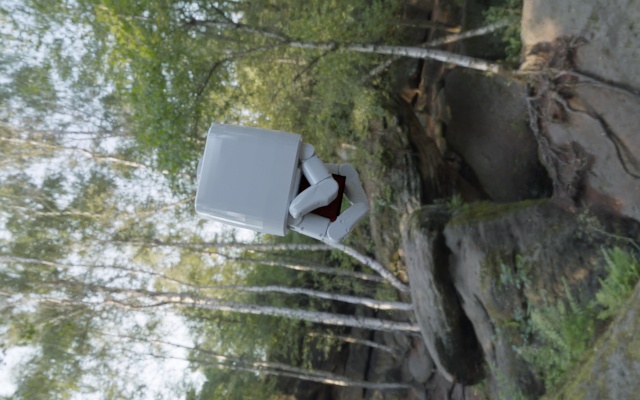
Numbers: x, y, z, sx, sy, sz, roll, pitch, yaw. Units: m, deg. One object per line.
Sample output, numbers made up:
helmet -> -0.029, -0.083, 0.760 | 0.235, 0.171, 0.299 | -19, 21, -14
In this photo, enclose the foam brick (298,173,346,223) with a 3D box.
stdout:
foam brick -> 0.000, 0.002, 0.582 | 0.051, 0.053, 0.078 | 10, -19, 2
